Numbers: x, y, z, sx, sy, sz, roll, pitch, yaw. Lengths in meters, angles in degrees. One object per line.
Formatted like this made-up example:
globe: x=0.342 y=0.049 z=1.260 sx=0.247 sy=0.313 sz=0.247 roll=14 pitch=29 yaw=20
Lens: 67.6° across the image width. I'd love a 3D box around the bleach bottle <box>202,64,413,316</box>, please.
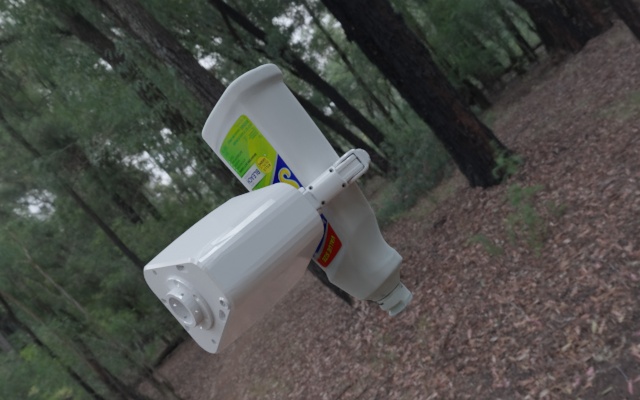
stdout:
bleach bottle: x=0.000 y=0.001 z=0.448 sx=0.068 sy=0.251 sz=0.103 roll=-41 pitch=0 yaw=-42
